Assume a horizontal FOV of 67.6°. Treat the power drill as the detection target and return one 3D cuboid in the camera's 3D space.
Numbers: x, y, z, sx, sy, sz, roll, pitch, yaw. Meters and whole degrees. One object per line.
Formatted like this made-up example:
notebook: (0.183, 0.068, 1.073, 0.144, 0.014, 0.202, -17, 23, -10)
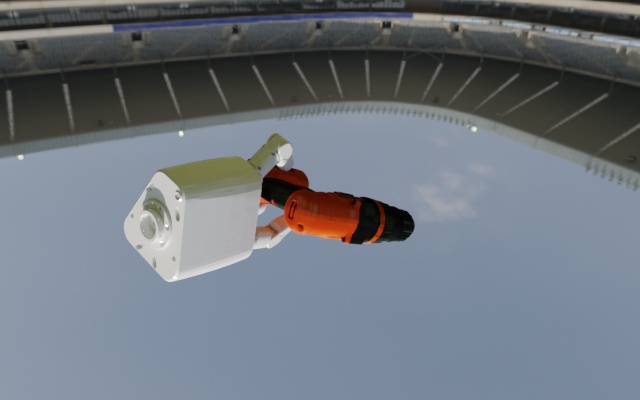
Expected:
power drill: (0.000, 0.002, 0.583, 0.184, 0.057, 0.187, 12, 6, -41)
